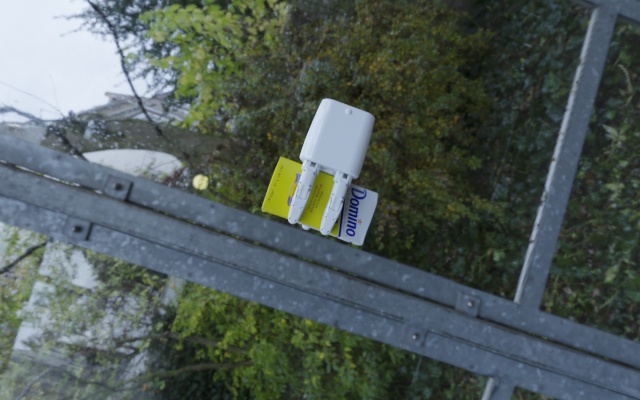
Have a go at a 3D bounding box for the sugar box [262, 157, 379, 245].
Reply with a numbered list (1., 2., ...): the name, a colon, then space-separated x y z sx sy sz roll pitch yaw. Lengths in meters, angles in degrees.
1. sugar box: 0.000 0.002 0.789 0.176 0.093 0.048 19 -6 -4
